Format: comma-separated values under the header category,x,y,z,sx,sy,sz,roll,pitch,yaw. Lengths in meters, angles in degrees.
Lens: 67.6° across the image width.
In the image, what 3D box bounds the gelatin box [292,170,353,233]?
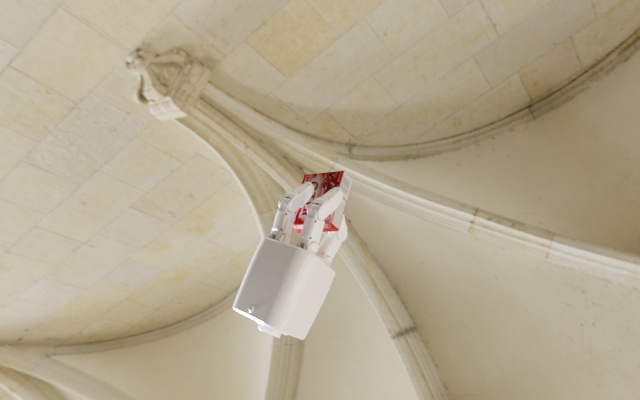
category,x,y,z,sx,sy,sz,roll,pitch,yaw
gelatin box,0.000,0.002,0.691,0.073,0.089,0.030,-4,-33,36
